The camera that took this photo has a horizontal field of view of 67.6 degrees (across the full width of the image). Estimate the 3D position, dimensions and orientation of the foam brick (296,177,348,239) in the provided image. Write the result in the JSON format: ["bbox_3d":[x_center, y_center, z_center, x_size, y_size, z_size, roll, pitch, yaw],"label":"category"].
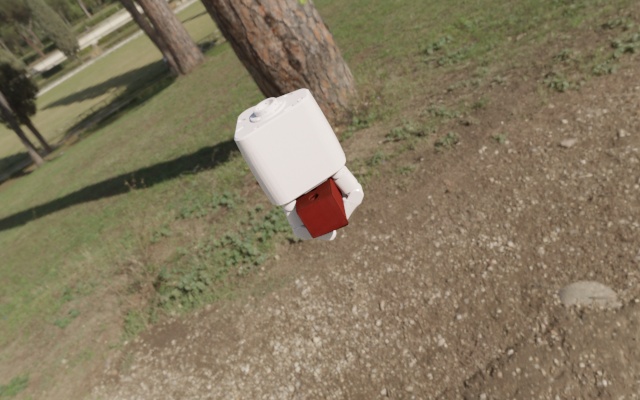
[{"bbox_3d":[0.000,0.002,0.637,0.053,0.051,0.078,-24,31,10],"label":"foam brick"}]
